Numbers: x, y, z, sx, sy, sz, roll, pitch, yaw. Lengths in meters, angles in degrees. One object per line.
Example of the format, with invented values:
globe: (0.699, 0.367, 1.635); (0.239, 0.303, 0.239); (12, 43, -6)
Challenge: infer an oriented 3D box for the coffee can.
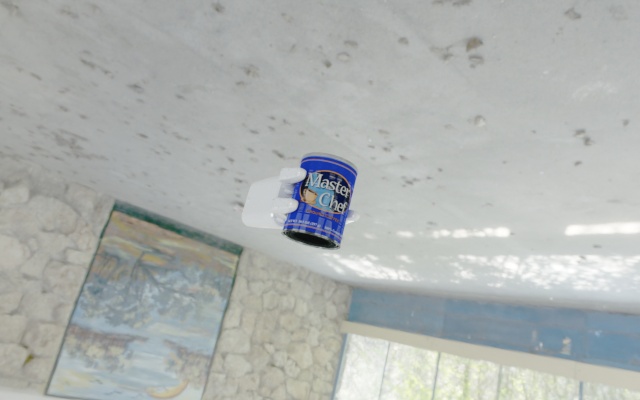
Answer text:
coffee can: (0.000, 0.003, 0.818); (0.103, 0.140, 0.103); (13, -17, 4)
